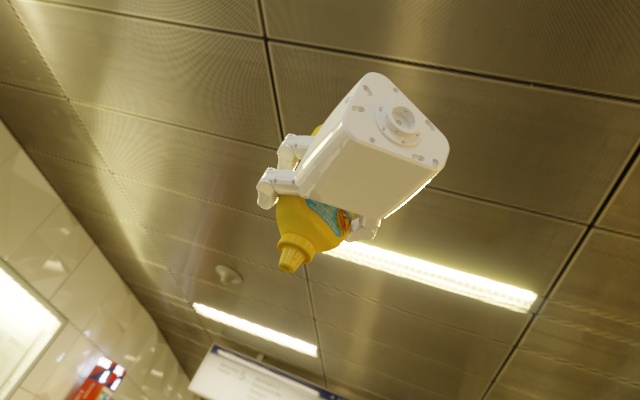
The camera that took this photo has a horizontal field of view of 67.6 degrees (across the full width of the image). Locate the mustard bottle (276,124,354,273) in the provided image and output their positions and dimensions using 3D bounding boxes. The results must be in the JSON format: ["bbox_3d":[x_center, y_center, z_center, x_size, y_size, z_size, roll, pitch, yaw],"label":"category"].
[{"bbox_3d":[0.000,0.002,0.556,0.058,0.191,0.096,-13,-51,43],"label":"mustard bottle"}]
